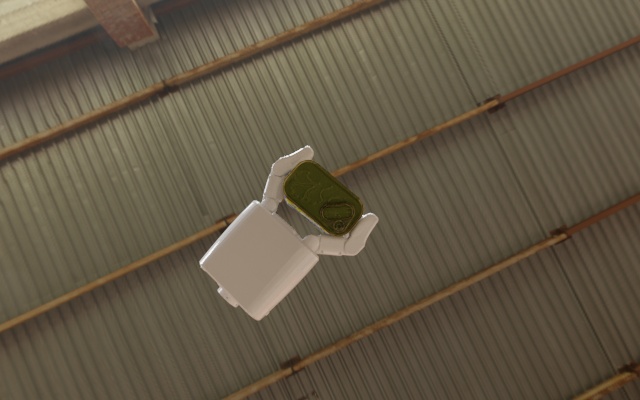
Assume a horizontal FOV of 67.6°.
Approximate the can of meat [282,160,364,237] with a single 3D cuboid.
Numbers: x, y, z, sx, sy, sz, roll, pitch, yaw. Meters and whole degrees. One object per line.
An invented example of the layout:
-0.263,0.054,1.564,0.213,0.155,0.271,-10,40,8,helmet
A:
0.000,0.002,0.617,0.102,0.057,0.084,40,-9,1,can of meat
